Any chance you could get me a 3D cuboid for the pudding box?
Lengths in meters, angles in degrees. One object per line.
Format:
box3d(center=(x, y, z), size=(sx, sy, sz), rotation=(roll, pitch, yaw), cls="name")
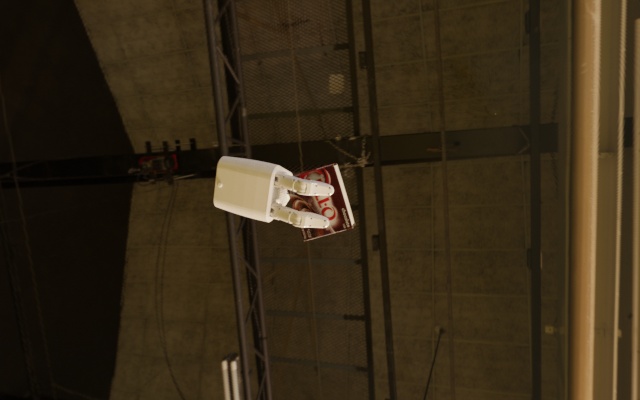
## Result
box3d(center=(0.000, 0.003, 0.809), size=(0.090, 0.113, 0.039), rotation=(-16, 7, 17), cls="pudding box")
